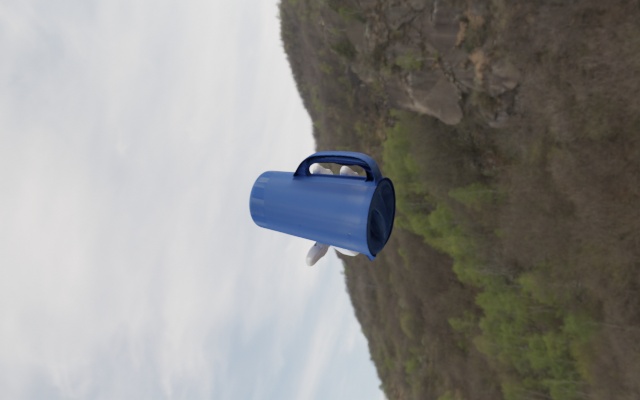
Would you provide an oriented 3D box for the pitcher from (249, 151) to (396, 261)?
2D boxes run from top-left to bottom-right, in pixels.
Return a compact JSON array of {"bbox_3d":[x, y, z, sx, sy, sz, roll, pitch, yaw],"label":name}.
[{"bbox_3d":[0.000,0.003,0.831,0.243,0.149,0.145,9,-17,26],"label":"pitcher"}]
